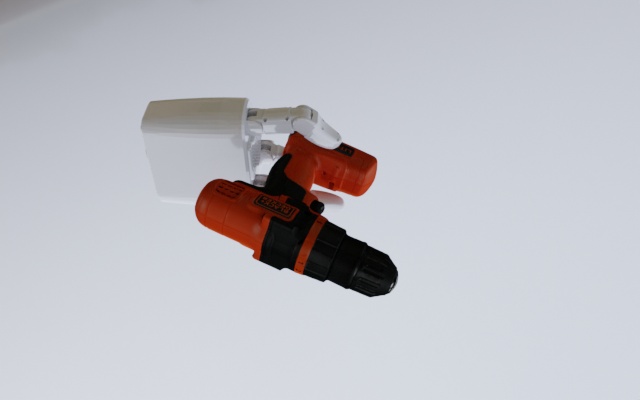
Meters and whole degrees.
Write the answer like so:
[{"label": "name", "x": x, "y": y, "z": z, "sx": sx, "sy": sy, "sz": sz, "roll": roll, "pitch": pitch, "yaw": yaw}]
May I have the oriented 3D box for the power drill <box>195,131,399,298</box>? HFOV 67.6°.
[{"label": "power drill", "x": 0.000, "y": 0.001, "z": 0.465, "sx": 0.184, "sy": 0.057, "sz": 0.187, "roll": 25, "pitch": 32, "yaw": 6}]
